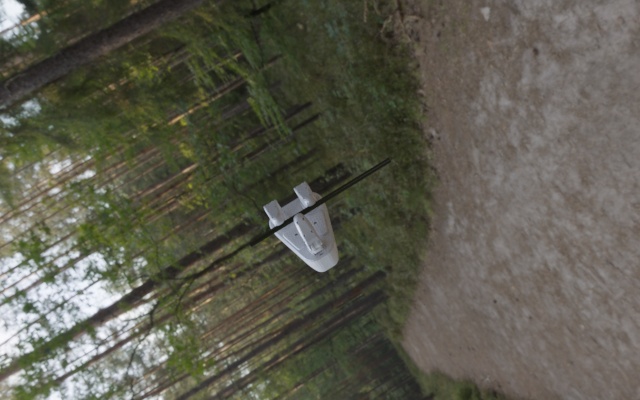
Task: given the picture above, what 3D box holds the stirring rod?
[{"bbox_3d":[0.000,0.002,0.703,0.239,0.011,0.011,-31,2,-3],"label":"stirring rod"}]
